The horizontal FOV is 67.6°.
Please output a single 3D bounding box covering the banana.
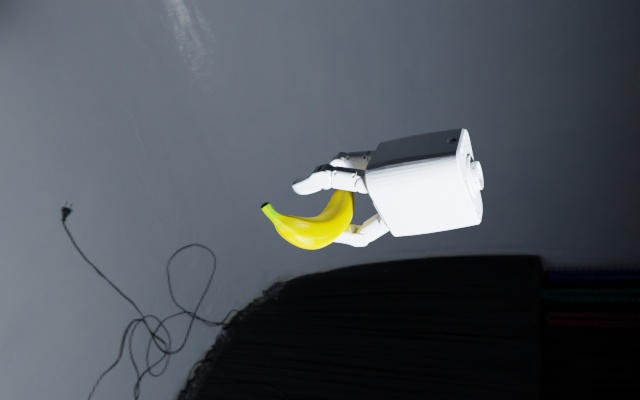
[{"bbox_3d":[0.003,0.021,0.597,0.037,0.069,0.198,-14,1,30],"label":"banana"}]
